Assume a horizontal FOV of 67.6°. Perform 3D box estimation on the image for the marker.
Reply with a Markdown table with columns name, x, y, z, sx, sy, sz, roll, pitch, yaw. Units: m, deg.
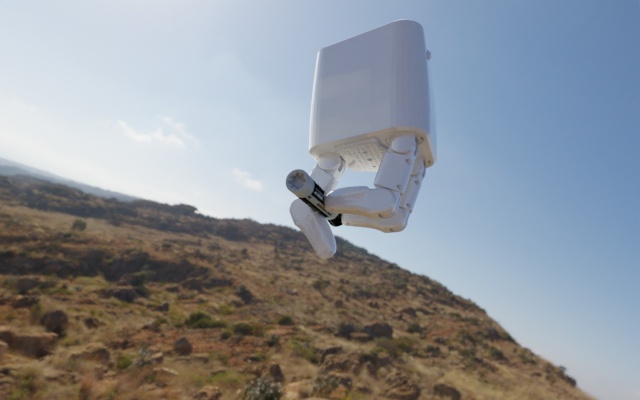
| name | x | y | z | sx | sy | sz | roll | pitch | yaw |
| --- | --- | --- | --- | --- | --- | --- | --- | --- | --- |
| marker | 0.000 | 0.001 | 0.411 | 0.020 | 0.020 | 0.121 | 0 | -16 | 18 |
